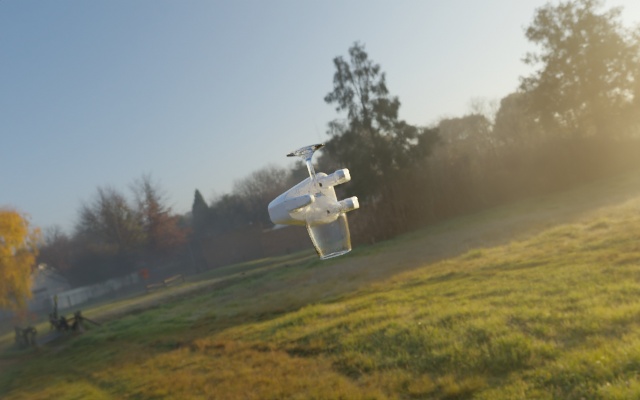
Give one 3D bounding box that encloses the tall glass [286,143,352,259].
[{"bbox_3d":[0.000,0.002,0.871,0.079,0.201,0.079,-16,-2,-1],"label":"tall glass"}]
